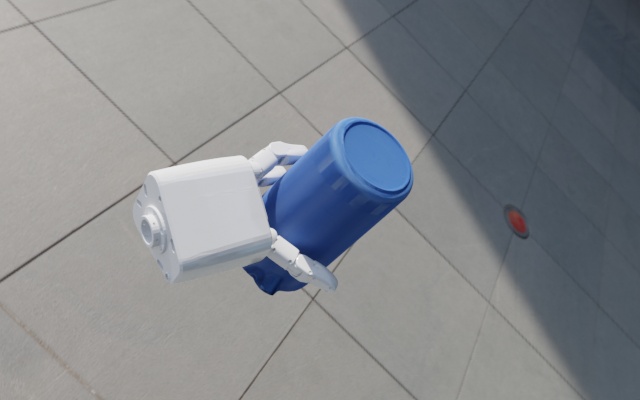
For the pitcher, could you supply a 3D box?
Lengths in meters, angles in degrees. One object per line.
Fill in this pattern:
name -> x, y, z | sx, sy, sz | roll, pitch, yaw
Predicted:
pitcher -> 0.000, 0.002, 0.589 | 0.145, 0.149, 0.243 | -12, -21, -40
